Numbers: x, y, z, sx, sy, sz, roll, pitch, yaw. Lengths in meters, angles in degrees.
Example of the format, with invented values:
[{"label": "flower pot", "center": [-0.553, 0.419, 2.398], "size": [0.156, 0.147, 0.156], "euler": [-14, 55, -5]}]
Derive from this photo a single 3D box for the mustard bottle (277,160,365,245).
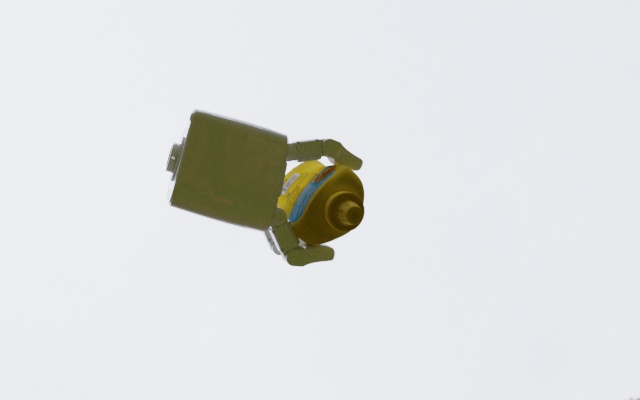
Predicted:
[{"label": "mustard bottle", "center": [0.000, 0.002, 0.548], "size": [0.058, 0.096, 0.191], "euler": [41, -8, -20]}]
